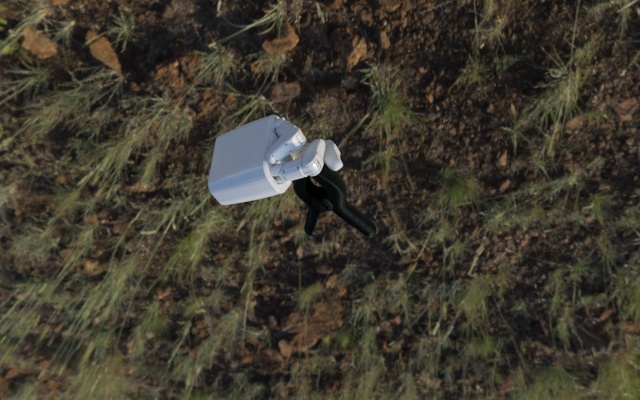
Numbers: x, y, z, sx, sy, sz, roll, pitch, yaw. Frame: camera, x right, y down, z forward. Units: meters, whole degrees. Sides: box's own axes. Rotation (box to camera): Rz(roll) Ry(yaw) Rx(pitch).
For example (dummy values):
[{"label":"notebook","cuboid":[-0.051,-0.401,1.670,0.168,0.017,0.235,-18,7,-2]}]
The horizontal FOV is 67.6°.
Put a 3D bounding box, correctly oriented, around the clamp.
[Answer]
[{"label":"clamp","cuboid":[0.000,0.003,0.717,0.120,0.039,0.171,-13,-51,27]}]
